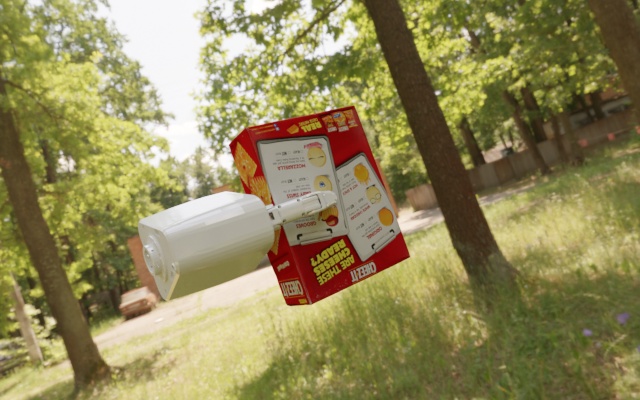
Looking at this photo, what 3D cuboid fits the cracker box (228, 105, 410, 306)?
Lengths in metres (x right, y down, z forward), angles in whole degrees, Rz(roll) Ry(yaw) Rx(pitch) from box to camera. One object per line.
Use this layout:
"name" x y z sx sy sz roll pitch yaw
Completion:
"cracker box" 0.000 0.002 0.601 0.164 0.213 0.072 -19 -2 -33
